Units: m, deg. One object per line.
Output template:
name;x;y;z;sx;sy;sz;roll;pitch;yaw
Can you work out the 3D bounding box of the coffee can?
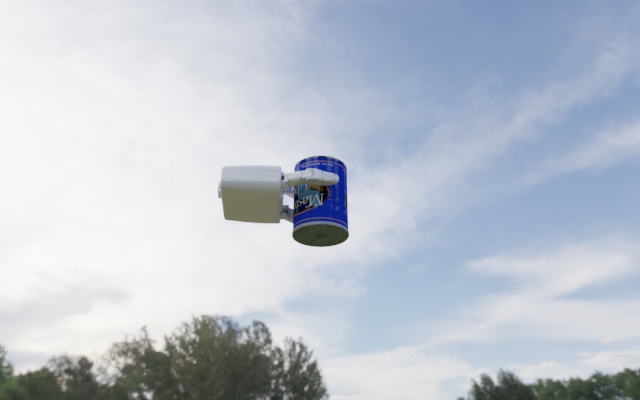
coffee can;0.000;0.003;0.887;0.103;0.140;0.103;0;-28;0
